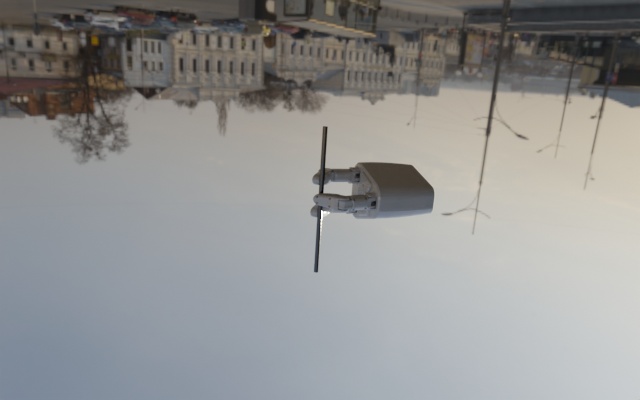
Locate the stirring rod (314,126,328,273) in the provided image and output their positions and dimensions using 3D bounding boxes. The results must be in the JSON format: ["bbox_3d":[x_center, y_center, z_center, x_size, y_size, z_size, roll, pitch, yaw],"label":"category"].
[{"bbox_3d":[0.000,0.002,0.764,0.011,0.239,0.011,3,15,-1],"label":"stirring rod"}]
